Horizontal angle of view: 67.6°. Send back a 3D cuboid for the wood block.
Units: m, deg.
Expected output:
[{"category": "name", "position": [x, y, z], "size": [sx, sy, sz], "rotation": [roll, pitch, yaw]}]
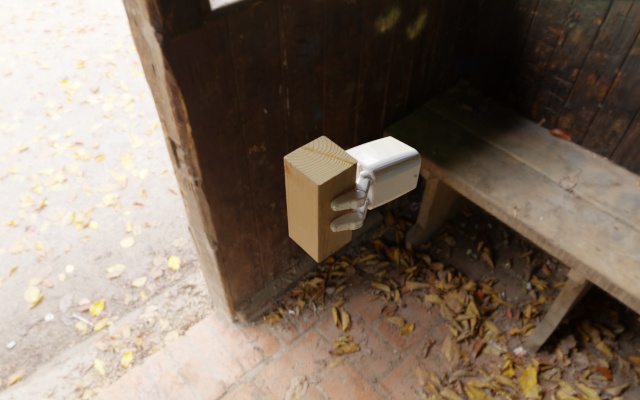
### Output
[{"category": "wood block", "position": [0.000, 0.002, 0.853], "size": [0.090, 0.206, 0.090], "rotation": [-32, 55, -27]}]
